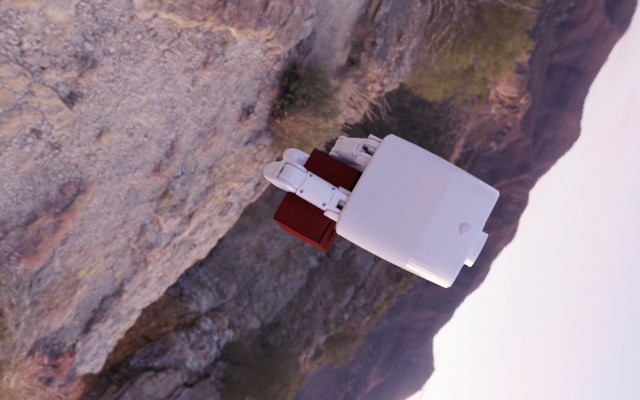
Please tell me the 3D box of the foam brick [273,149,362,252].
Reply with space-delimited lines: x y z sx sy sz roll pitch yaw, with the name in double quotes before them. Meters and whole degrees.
"foam brick" 0.000 0.002 0.450 0.051 0.078 0.053 29 -8 14
